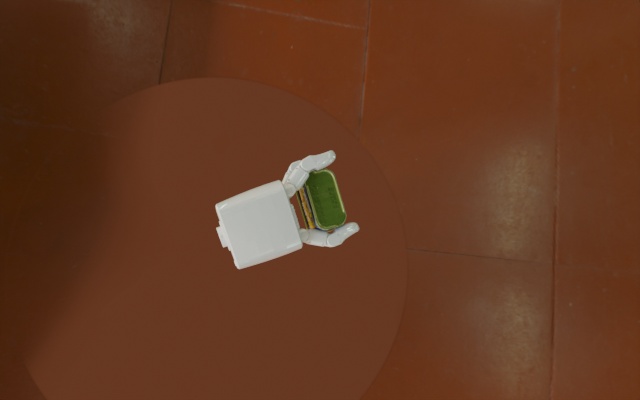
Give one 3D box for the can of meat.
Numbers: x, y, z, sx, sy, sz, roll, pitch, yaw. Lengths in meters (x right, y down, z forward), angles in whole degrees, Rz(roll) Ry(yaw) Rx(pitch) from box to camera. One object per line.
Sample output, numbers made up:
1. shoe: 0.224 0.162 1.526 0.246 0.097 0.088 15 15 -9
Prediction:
1. can of meat: 0.000 0.003 0.786 0.057 0.102 0.084 -16 -4 -13
